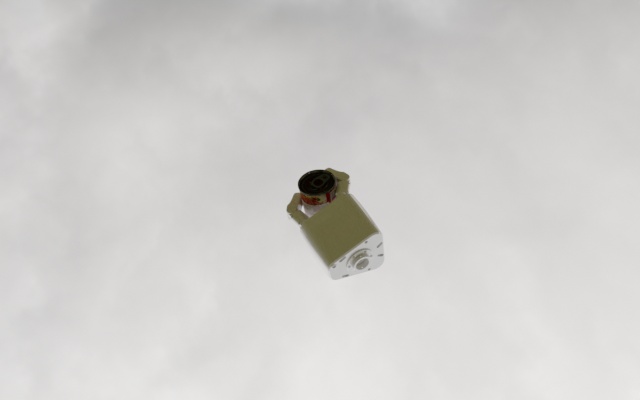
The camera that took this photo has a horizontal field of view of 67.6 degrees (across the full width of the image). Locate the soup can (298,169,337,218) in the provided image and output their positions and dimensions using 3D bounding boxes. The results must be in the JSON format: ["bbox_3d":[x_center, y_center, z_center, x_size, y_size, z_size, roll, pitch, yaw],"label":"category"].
[{"bbox_3d":[0.000,0.003,0.876,0.068,0.102,0.068,-6,44,6],"label":"soup can"}]
